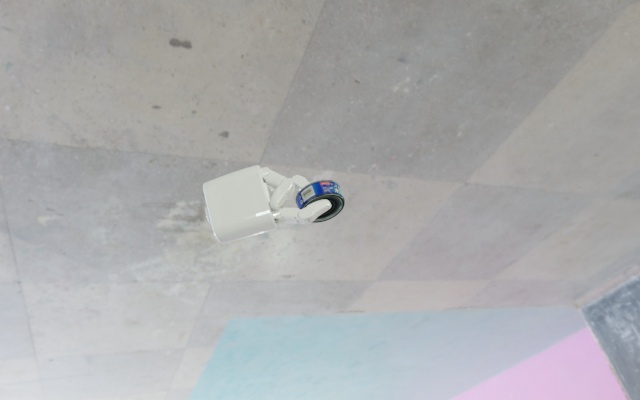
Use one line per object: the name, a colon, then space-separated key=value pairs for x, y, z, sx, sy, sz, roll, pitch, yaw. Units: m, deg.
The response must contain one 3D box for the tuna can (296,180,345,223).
tuna can: x=0.000 y=0.003 z=0.864 sx=0.086 sy=0.033 sz=0.086 roll=-14 pitch=-35 yaw=-10
